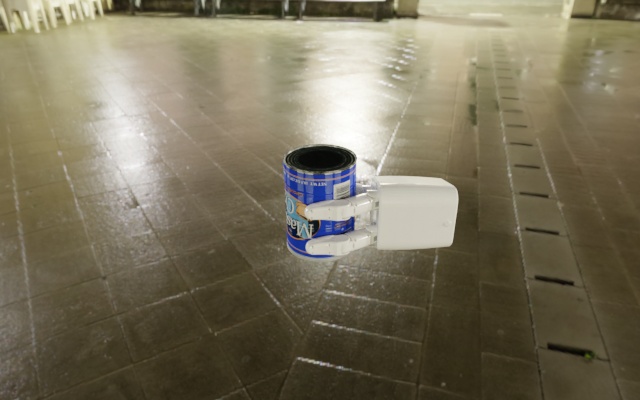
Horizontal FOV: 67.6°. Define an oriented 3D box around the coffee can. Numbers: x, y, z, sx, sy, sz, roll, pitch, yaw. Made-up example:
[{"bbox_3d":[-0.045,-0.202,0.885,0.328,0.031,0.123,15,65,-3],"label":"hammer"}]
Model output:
[{"bbox_3d":[0.000,0.002,0.687,0.103,0.140,0.102,-1,28,0],"label":"coffee can"}]
